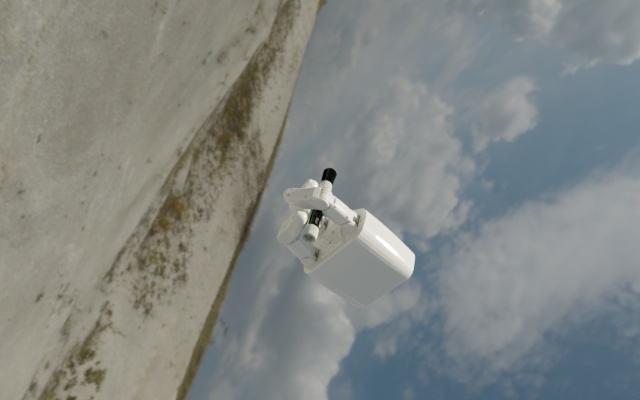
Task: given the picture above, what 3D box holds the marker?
[{"bbox_3d":[0.000,0.002,0.615,0.020,0.121,0.020,10,-41,9],"label":"marker"}]
